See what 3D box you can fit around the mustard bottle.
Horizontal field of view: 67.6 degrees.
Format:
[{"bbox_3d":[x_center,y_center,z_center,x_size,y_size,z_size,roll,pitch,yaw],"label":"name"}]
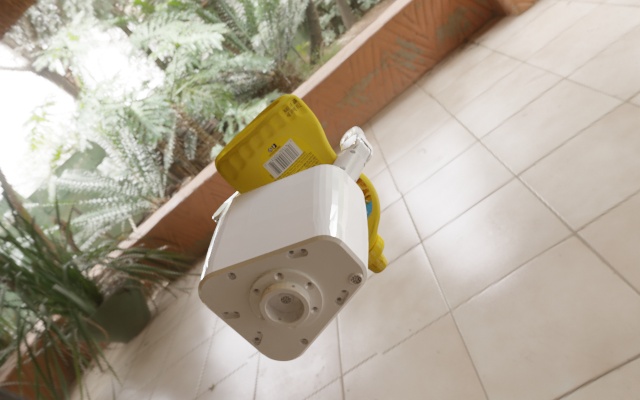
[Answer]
[{"bbox_3d":[0.000,0.001,0.447,0.192,0.096,0.058,47,-5,-20],"label":"mustard bottle"}]
